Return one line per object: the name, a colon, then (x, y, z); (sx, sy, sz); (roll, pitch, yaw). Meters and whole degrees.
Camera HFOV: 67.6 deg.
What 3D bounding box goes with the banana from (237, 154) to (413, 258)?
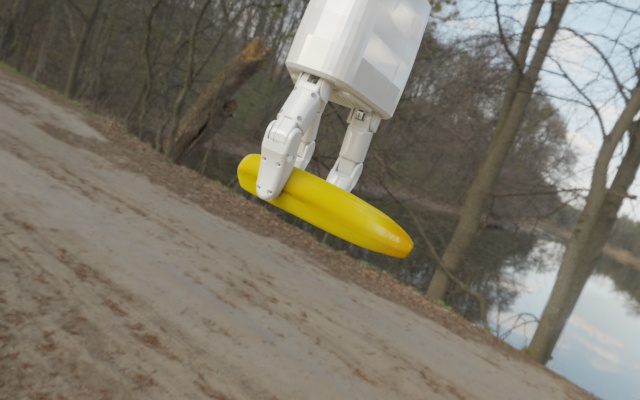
banana: (-0.014, -0.005, 0.399); (0.197, 0.037, 0.070); (24, 0, 42)
